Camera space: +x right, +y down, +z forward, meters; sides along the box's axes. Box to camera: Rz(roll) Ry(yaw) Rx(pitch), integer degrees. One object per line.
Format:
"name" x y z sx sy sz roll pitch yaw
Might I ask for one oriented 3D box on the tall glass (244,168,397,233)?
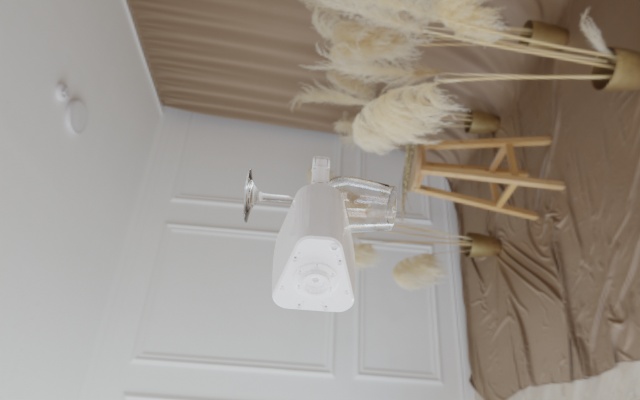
"tall glass" -0.001 0.002 0.652 0.201 0.079 0.079 5 0 -3
